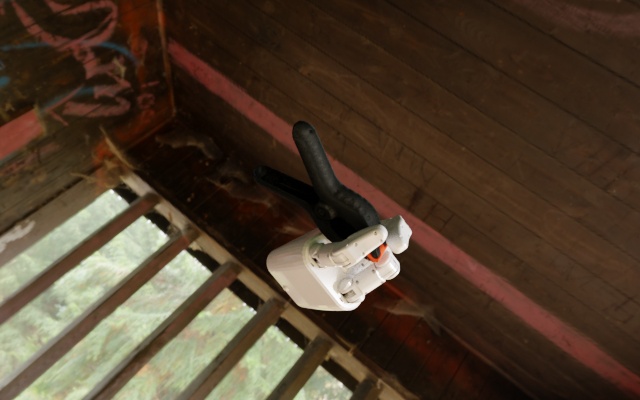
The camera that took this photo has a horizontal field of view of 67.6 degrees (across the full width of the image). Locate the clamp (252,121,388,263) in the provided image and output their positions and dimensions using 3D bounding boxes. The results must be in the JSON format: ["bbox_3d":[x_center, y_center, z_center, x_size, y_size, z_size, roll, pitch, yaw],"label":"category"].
[{"bbox_3d":[0.001,0.001,0.520,0.039,0.171,0.120,-45,14,-31],"label":"clamp"}]
